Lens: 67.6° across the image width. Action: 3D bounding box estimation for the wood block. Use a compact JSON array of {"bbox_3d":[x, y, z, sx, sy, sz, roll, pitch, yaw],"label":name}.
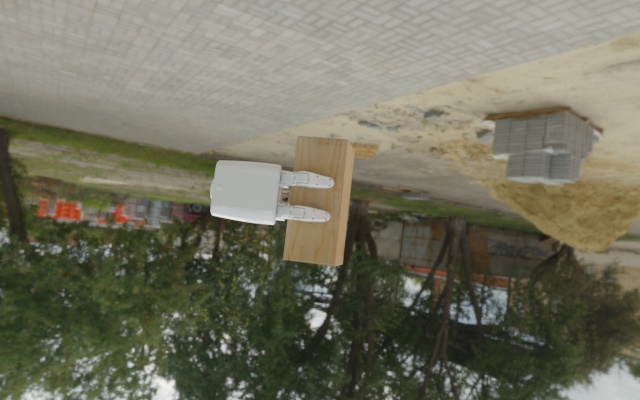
[{"bbox_3d":[0.000,0.003,0.818,0.090,0.206,0.091,6,-4,11],"label":"wood block"}]
